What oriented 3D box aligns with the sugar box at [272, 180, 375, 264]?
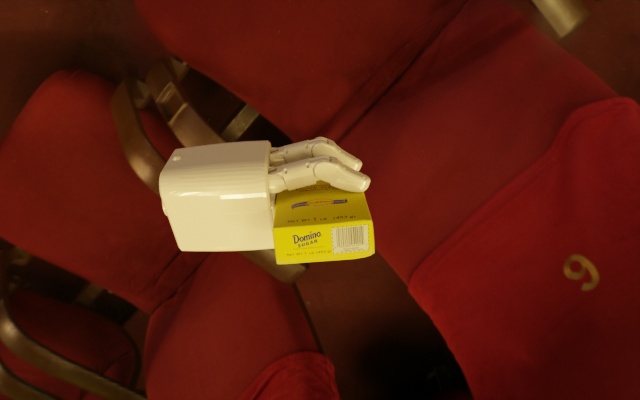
[{"bbox_3d":[0.000,0.001,0.512,0.093,0.048,0.176,-4,27,-1],"label":"sugar box"}]
